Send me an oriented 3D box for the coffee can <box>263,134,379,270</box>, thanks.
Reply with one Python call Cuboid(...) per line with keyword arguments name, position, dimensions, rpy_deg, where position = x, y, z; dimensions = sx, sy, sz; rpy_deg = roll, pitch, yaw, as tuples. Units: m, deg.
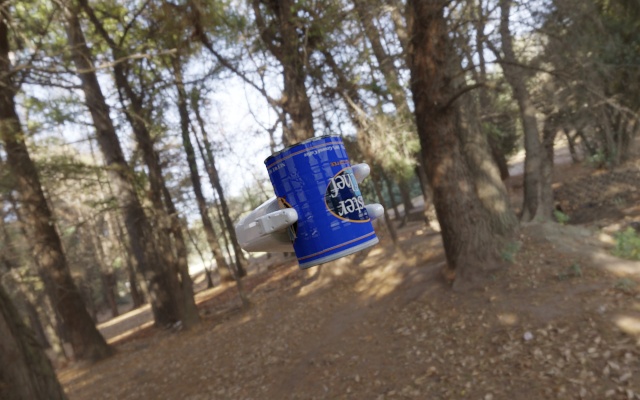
Cuboid(name="coffee can", position=(0.000, 0.002, 0.589), dimensions=(0.103, 0.140, 0.103), rpy_deg=(-19, -3, -1))
